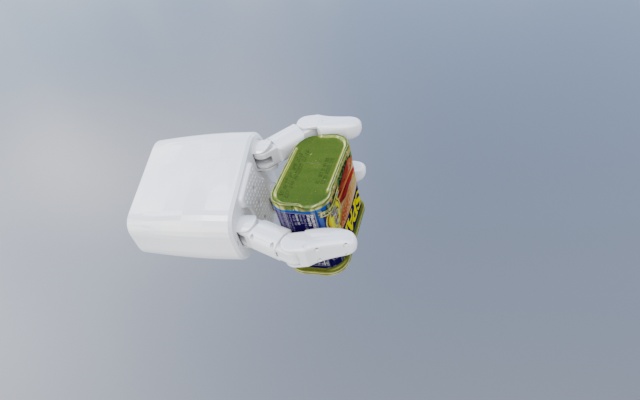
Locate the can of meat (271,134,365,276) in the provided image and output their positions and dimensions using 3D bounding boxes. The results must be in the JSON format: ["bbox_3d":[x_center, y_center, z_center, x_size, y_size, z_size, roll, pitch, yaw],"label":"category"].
[{"bbox_3d":[0.000,0.001,0.432,0.057,0.084,0.102,2,45,19],"label":"can of meat"}]
